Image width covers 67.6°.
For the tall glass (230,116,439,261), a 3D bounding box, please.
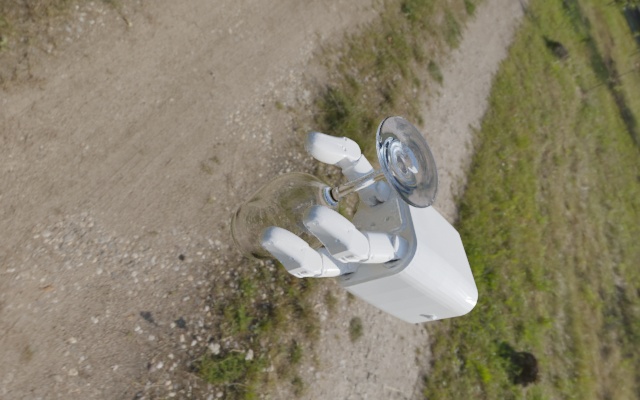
[{"bbox_3d":[0.000,0.001,0.425,0.079,0.079,0.201,0,-18,-46],"label":"tall glass"}]
